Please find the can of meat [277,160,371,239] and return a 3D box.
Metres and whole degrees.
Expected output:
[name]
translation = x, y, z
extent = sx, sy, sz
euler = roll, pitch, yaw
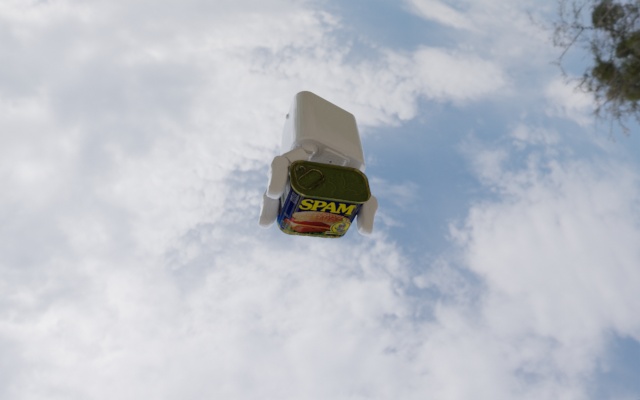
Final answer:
[can of meat]
translation = 0.000, 0.002, 0.605
extent = 0.102, 0.057, 0.084
euler = 7, -41, -18
